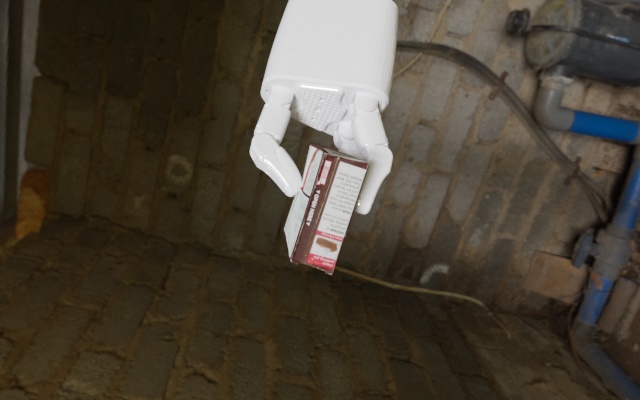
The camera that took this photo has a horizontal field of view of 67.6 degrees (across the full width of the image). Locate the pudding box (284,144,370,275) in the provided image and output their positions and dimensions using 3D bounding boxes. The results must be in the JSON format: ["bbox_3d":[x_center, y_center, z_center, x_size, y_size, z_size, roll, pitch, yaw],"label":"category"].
[{"bbox_3d":[0.000,0.001,0.404,0.039,0.090,0.113,16,7,-8],"label":"pudding box"}]
